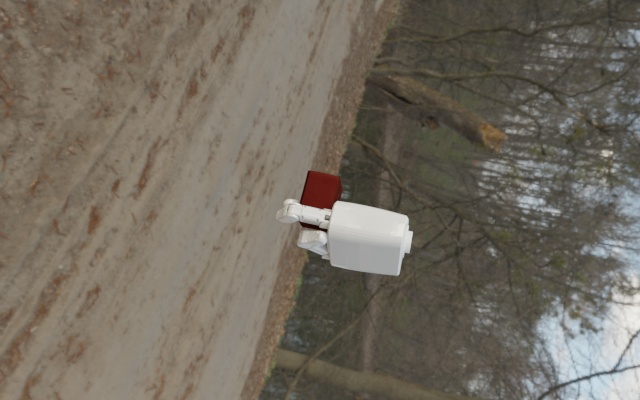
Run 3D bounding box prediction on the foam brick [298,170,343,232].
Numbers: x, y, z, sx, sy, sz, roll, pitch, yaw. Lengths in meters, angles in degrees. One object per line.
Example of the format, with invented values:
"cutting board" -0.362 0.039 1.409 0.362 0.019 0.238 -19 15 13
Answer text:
"foam brick" 0.000 0.002 0.732 0.051 0.078 0.053 9 -20 13
